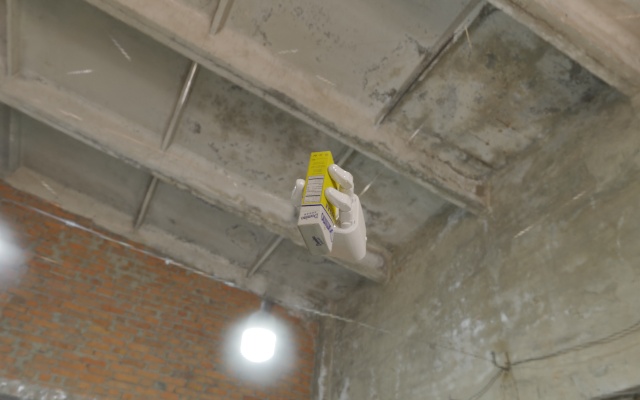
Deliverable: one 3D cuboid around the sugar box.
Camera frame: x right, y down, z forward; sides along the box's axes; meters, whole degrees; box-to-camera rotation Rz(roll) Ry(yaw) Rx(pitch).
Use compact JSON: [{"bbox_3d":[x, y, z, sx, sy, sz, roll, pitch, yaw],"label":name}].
[{"bbox_3d":[0.001,0.003,0.876,0.048,0.176,0.093,-6,-41,13],"label":"sugar box"}]
